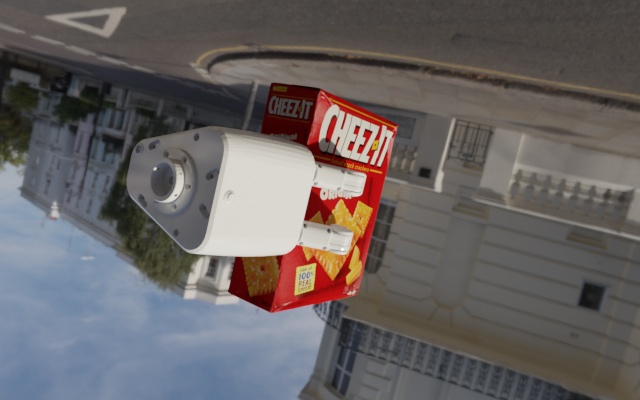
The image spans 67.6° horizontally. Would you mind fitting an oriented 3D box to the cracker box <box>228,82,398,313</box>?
[{"bbox_3d":[0.000,0.002,0.515,0.072,0.214,0.164,16,5,34],"label":"cracker box"}]
